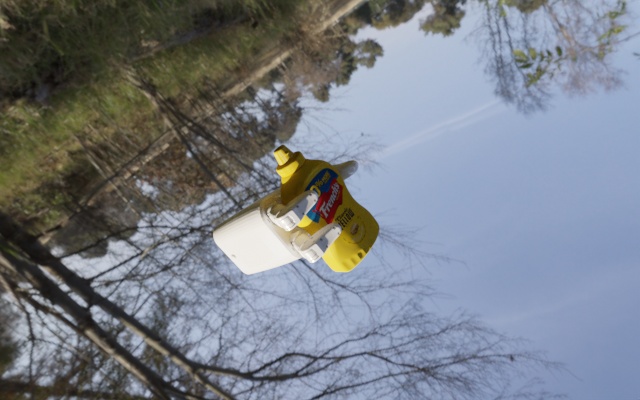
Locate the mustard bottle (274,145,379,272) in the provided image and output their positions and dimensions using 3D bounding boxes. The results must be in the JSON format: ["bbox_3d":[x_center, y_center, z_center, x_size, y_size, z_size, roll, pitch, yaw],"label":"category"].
[{"bbox_3d":[0.000,0.002,0.658,0.058,0.192,0.096,-7,37,54],"label":"mustard bottle"}]
